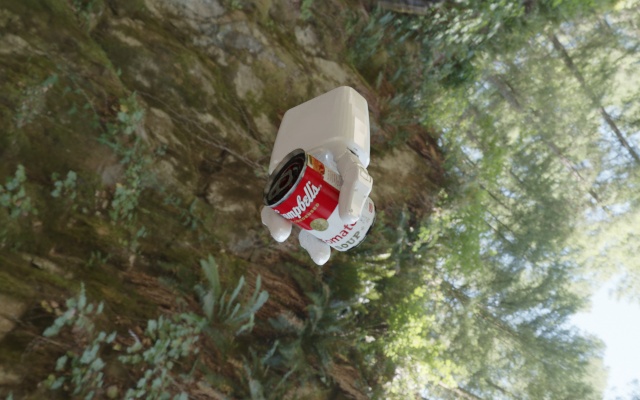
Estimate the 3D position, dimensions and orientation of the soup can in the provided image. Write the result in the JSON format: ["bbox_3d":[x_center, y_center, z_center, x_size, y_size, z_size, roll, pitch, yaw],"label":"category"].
[{"bbox_3d":[0.000,0.002,0.498,0.102,0.068,0.068,34,-17,-27],"label":"soup can"}]
